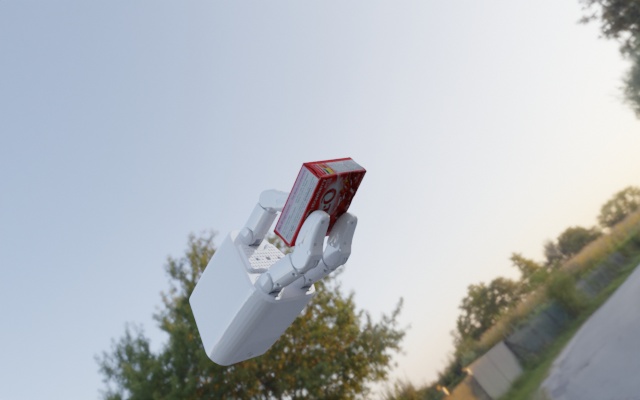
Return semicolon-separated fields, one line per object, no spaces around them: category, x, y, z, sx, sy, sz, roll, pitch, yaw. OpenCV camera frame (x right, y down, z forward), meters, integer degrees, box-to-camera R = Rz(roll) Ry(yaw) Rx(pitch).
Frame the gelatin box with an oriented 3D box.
gelatin box;0.000;0.001;0.487;0.073;0.089;0.030;-11;45;-48
